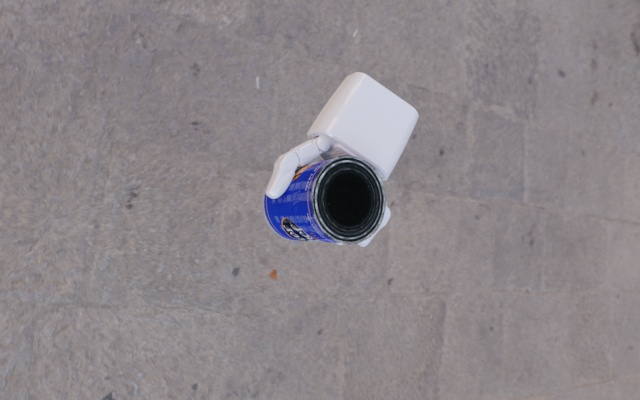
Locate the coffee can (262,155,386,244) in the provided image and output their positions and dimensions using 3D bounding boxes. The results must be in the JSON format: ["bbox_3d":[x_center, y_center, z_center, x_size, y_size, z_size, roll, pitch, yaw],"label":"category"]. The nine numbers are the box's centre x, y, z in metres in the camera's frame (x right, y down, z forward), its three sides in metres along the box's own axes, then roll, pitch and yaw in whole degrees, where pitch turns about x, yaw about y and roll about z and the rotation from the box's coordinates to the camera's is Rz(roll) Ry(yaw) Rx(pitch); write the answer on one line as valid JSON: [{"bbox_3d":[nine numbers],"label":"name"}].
[{"bbox_3d":[0.000,0.002,0.604,0.103,0.103,0.140,0,-2,-30],"label":"coffee can"}]
